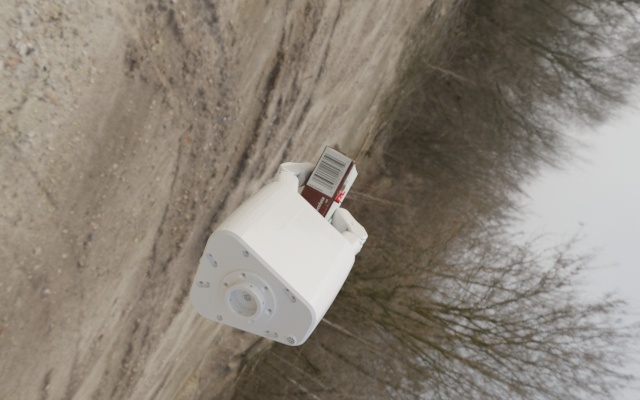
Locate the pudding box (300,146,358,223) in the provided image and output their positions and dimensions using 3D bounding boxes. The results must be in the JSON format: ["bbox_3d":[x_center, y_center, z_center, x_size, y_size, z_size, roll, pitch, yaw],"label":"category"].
[{"bbox_3d":[0.000,0.002,0.537,0.039,0.113,0.090,30,0,7],"label":"pudding box"}]
